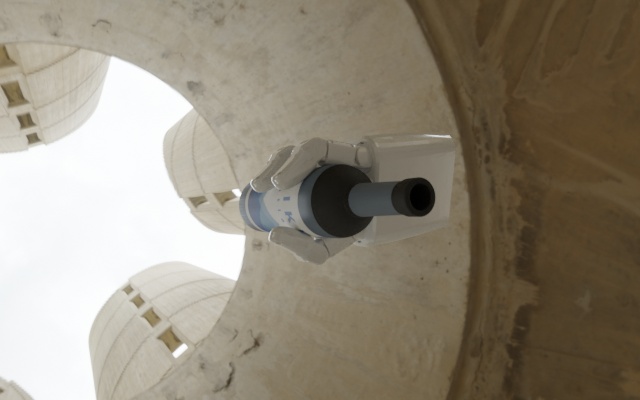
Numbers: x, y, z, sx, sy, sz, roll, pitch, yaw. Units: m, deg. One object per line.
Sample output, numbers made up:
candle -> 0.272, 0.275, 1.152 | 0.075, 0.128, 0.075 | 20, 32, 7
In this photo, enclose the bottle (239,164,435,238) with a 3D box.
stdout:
bottle -> 0.000, 0.002, 0.458 | 0.069, 0.069, 0.296 | 0, -2, -28
